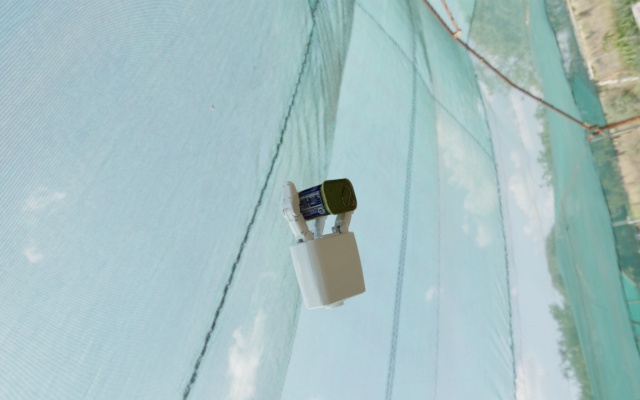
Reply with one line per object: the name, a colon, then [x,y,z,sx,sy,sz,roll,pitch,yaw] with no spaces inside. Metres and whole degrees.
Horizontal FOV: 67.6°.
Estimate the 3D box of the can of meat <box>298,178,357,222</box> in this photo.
can of meat: [0.000,0.003,0.800,0.084,0.057,0.102,-17,-3,31]
